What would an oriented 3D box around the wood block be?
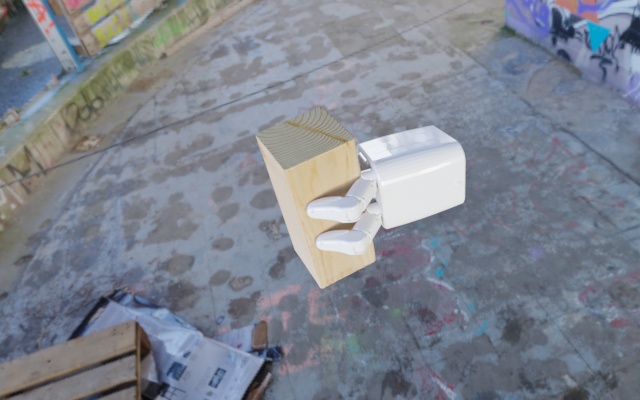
[{"bbox_3d":[0.000,0.002,0.607,0.090,0.206,0.090,-26,42,-12],"label":"wood block"}]
